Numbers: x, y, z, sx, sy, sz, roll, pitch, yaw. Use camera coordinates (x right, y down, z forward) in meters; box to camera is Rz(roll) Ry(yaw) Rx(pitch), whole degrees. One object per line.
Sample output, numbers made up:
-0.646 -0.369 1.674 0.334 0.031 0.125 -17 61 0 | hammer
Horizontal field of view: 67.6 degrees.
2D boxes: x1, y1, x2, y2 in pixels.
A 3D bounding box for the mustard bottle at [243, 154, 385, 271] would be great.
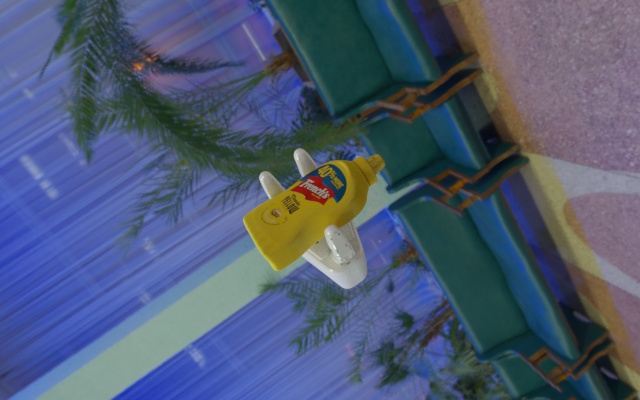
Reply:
0.000 0.002 0.606 0.191 0.058 0.096 -34 39 -5 | mustard bottle
